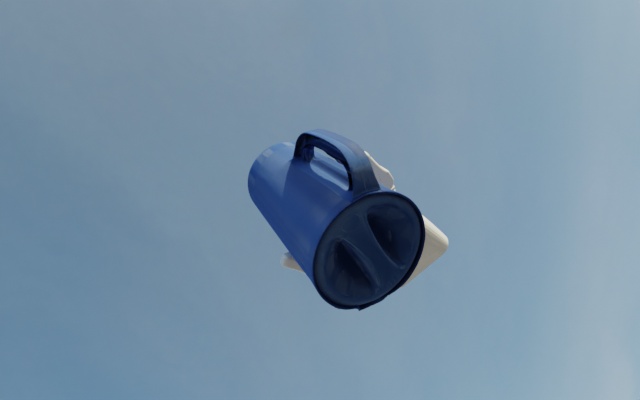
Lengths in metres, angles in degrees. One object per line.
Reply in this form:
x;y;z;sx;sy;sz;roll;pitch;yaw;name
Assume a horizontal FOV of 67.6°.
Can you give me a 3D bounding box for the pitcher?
0.000;0.002;0.566;0.145;0.149;0.242;30;5;-36;pitcher
